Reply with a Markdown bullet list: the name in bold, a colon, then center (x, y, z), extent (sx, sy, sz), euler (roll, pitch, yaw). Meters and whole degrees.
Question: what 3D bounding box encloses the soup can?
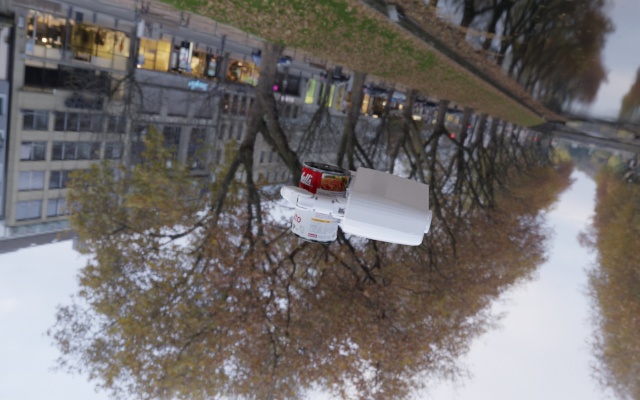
- **soup can**: center (0.000, 0.002, 0.679), extent (0.068, 0.102, 0.068), euler (11, 13, -2)
